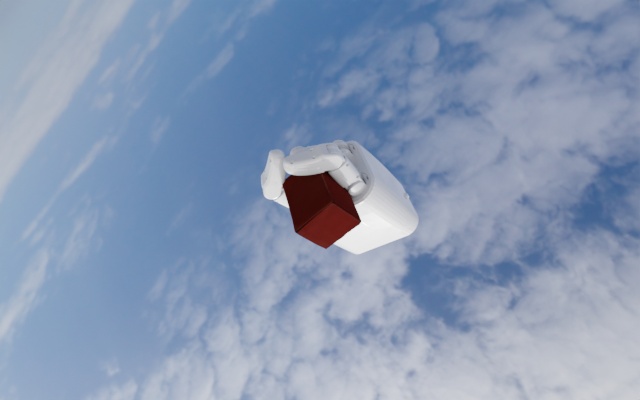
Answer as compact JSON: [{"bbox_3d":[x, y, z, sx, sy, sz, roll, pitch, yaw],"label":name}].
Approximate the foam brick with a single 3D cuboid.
[{"bbox_3d":[0.000,0.002,0.508,0.053,0.078,0.051,-38,-48,19],"label":"foam brick"}]
